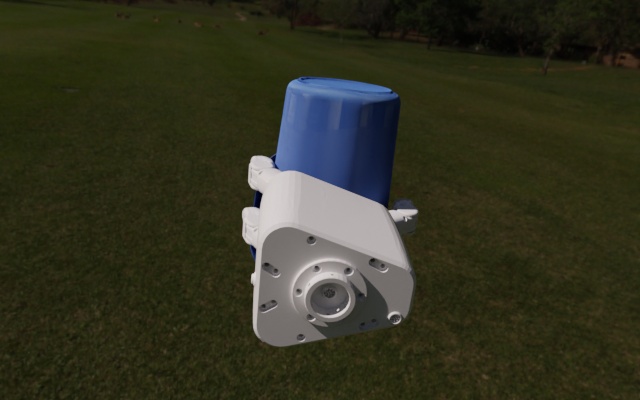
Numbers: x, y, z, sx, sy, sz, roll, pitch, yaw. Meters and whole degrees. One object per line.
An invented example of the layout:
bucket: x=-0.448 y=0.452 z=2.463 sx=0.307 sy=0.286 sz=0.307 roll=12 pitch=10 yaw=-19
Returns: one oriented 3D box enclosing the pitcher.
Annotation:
pitcher: x=0.000 y=0.002 z=0.491 sx=0.149 sy=0.243 sz=0.145 roll=6 pitch=19 yaw=-3
